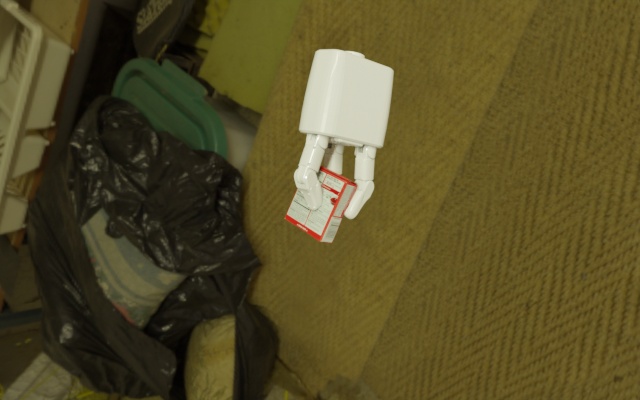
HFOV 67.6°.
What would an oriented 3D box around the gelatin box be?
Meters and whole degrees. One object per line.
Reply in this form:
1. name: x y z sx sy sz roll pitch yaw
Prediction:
1. gelatin box: 0.000 0.002 0.643 0.073 0.089 0.030 29 9 37
